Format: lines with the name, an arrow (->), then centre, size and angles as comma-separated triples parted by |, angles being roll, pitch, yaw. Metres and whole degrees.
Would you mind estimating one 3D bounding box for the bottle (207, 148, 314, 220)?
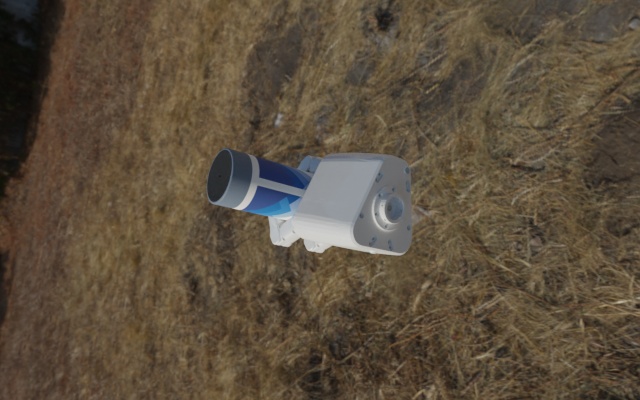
bottle -> 0.000, 0.002, 0.632 | 0.296, 0.069, 0.069 | 15, -9, -35
